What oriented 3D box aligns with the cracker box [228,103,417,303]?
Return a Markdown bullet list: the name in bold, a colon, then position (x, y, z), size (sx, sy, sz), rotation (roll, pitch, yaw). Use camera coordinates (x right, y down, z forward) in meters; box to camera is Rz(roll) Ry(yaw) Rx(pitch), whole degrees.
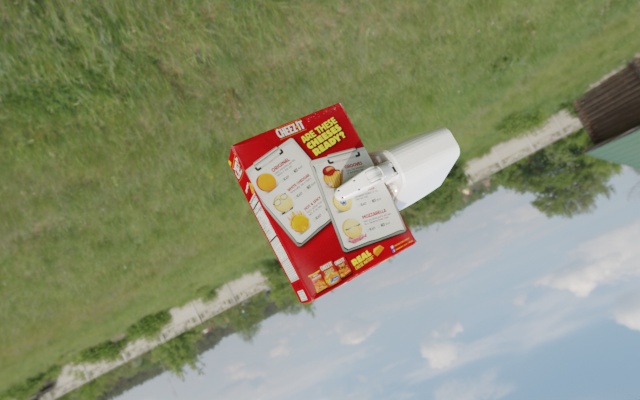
- **cracker box**: position (0.000, 0.002, 0.626), size (0.164, 0.213, 0.072), rotation (-26, -7, -22)
